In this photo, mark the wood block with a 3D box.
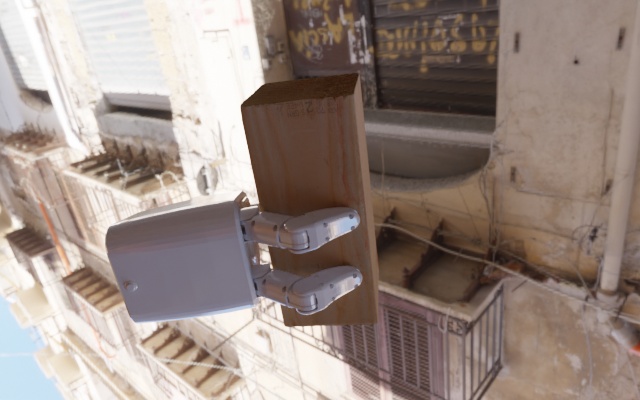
[{"bbox_3d":[0.000,0.001,0.429,0.090,0.206,0.090,-4,25,8],"label":"wood block"}]
